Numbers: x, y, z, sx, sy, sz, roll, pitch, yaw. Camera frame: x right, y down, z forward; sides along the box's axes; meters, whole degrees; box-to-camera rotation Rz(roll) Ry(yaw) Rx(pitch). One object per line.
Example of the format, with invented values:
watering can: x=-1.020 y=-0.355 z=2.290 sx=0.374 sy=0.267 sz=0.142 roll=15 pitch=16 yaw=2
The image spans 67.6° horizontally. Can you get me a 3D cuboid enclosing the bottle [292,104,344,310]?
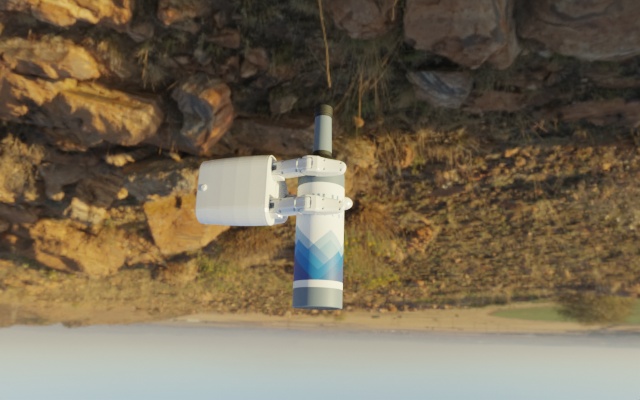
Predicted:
bottle: x=0.000 y=0.002 z=0.676 sx=0.069 sy=0.295 sz=0.069 roll=2 pitch=-17 yaw=1
